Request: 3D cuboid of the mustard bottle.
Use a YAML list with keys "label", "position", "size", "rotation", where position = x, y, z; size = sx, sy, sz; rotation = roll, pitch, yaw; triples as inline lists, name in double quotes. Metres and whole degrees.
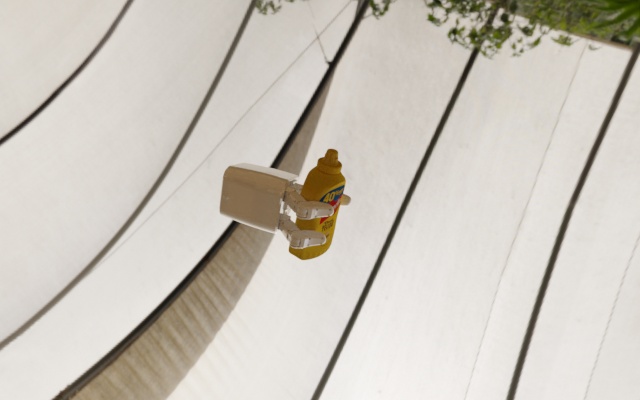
- label: "mustard bottle"
  position: [0.000, 0.003, 0.803]
  size: [0.058, 0.192, 0.096]
  rotation: [29, 32, 28]
